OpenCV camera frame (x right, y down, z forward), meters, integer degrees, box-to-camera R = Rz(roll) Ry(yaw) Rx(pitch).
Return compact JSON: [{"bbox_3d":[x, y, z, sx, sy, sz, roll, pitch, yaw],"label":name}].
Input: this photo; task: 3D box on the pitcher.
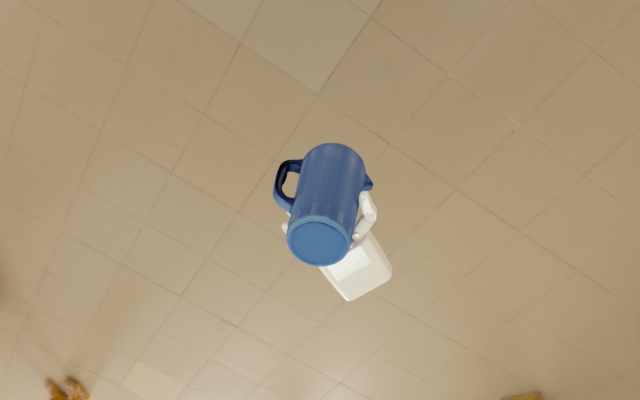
[{"bbox_3d":[0.000,0.003,0.874,0.149,0.145,0.242,-24,27,23],"label":"pitcher"}]
